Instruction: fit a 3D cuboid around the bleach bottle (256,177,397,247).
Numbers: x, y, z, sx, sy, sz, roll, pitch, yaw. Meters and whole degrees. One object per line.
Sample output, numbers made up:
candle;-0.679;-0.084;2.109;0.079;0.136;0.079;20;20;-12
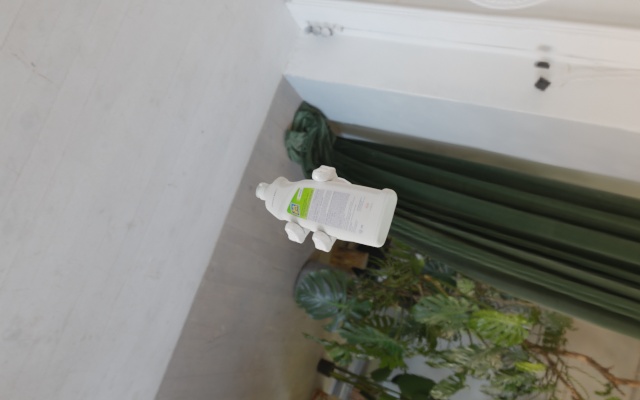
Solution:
bleach bottle;0.000;0.003;0.844;0.251;0.102;0.068;15;-3;24
